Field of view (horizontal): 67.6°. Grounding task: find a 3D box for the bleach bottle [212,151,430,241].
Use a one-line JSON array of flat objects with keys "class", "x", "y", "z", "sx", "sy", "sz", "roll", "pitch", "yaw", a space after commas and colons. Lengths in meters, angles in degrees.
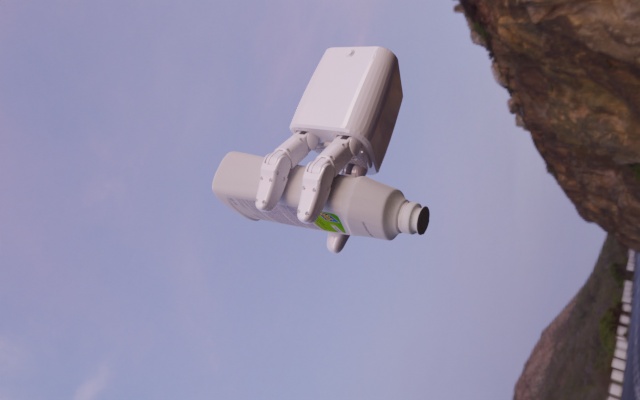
[{"class": "bleach bottle", "x": 0.000, "y": 0.002, "z": 0.525, "sx": 0.251, "sy": 0.068, "sz": 0.103, "roll": 12, "pitch": -18, "yaw": 35}]
